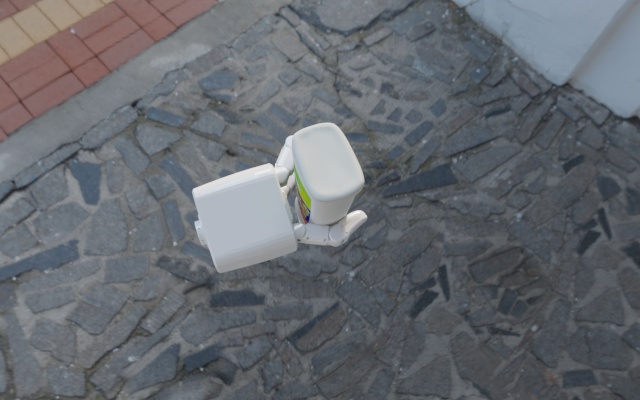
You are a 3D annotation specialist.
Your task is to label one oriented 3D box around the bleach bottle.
[{"bbox_3d":[0.000,0.002,0.650,0.068,0.102,0.251,-18,-21,-11],"label":"bleach bottle"}]
